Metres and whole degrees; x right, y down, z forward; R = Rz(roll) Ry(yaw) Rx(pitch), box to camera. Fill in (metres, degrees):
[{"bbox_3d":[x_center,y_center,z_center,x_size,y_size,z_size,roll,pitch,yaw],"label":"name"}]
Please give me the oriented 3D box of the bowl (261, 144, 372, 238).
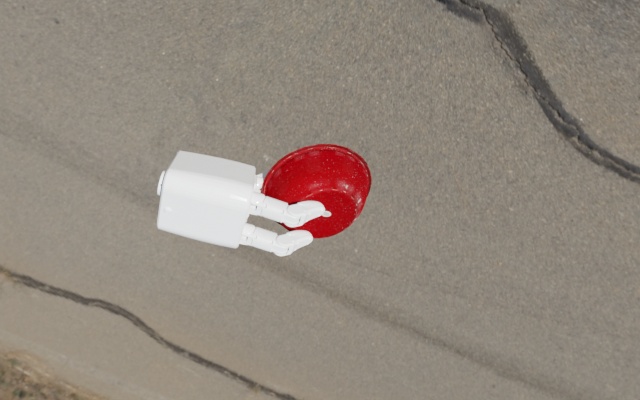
[{"bbox_3d":[0.002,0.002,0.666,0.162,0.162,0.055,0,41,-16],"label":"bowl"}]
